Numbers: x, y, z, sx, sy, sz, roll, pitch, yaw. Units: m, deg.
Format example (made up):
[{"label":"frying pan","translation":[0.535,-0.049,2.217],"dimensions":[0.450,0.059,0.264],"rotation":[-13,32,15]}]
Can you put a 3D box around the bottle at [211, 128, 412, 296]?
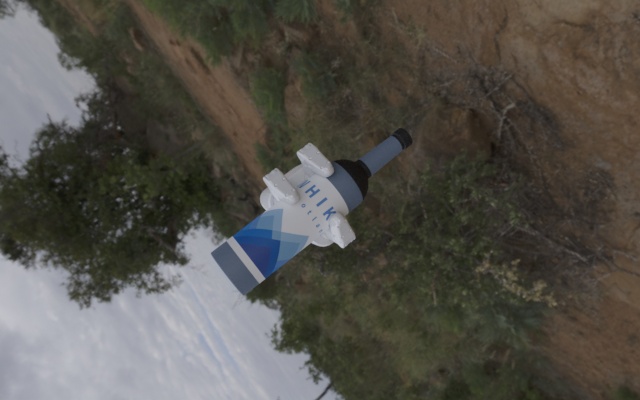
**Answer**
[{"label":"bottle","translation":[0.000,0.002,0.610],"dimensions":[0.295,0.069,0.069],"rotation":[-38,9,-11]}]
